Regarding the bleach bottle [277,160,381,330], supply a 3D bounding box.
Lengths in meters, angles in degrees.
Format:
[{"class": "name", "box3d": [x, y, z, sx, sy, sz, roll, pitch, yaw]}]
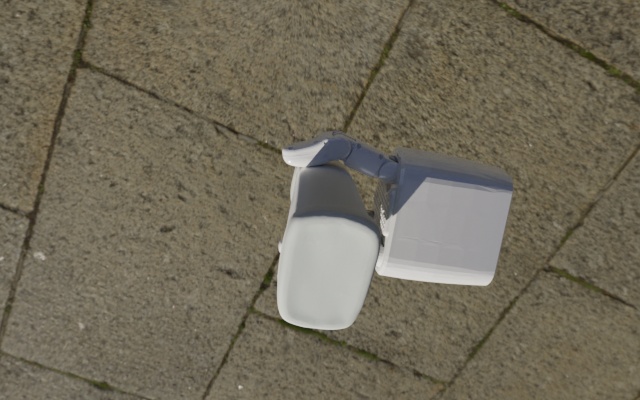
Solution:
[{"class": "bleach bottle", "box3d": [0.000, 0.002, 0.446, 0.068, 0.103, 0.250, 9, 25, -6]}]
